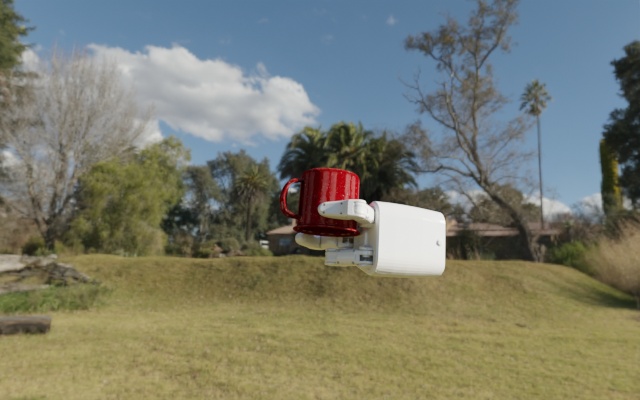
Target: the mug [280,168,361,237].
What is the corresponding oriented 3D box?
[{"bbox_3d":[-0.001,0.002,0.655,0.117,0.081,0.093,9,-12,-21],"label":"mug"}]
